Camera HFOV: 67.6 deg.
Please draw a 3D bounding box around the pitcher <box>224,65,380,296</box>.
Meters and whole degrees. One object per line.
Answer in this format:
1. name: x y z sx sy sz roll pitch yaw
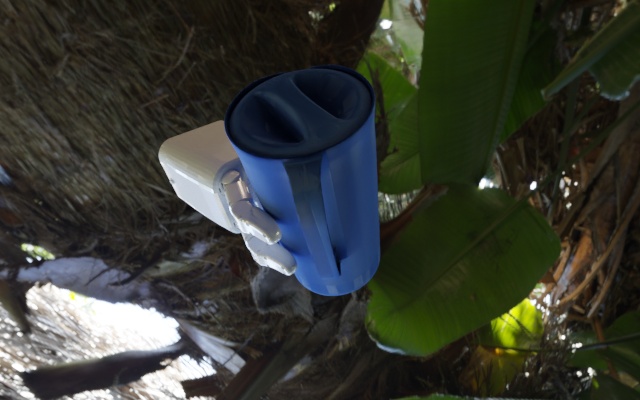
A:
1. pitcher: 0.000 0.001 0.490 0.145 0.243 0.149 26 58 32
